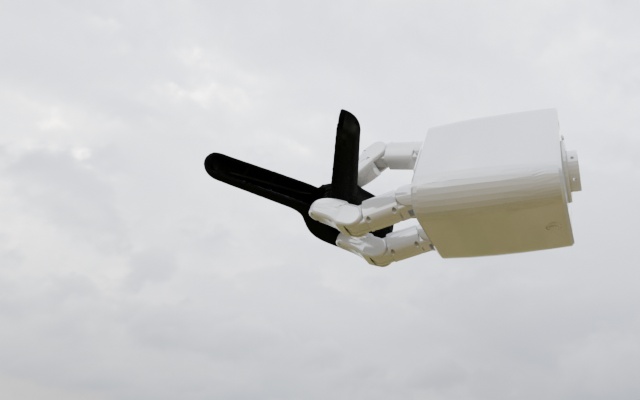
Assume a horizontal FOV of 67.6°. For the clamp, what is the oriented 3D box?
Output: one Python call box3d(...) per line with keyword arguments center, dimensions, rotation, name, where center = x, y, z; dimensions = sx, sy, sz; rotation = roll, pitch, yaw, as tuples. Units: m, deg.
box3d(center=(0.001, 0.001, 0.464), dimensions=(0.164, 0.036, 0.210), rotation=(-6, -36, 31), name="clamp")
